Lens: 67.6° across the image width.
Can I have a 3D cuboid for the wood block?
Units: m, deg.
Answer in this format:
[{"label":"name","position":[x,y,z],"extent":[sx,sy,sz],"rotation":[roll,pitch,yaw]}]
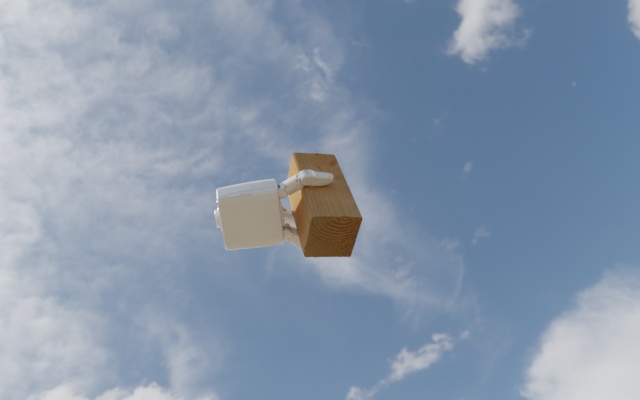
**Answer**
[{"label":"wood block","position":[0.000,0.003,0.885],"extent":[0.090,0.091,0.206],"rotation":[2,36,-16]}]
